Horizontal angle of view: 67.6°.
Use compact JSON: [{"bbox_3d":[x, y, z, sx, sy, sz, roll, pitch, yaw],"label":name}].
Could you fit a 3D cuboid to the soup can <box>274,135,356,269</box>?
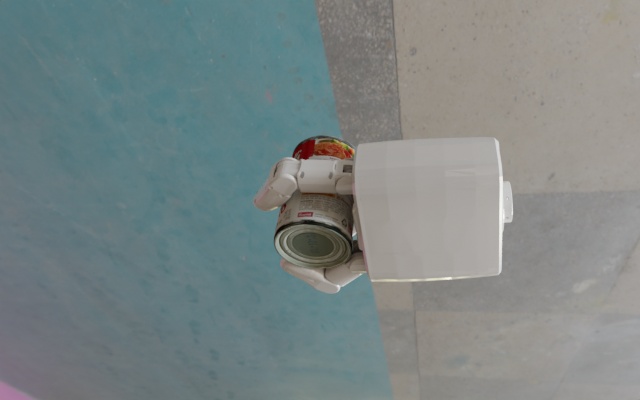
[{"bbox_3d":[0.000,0.002,0.424,0.068,0.102,0.069,6,-40,5],"label":"soup can"}]
